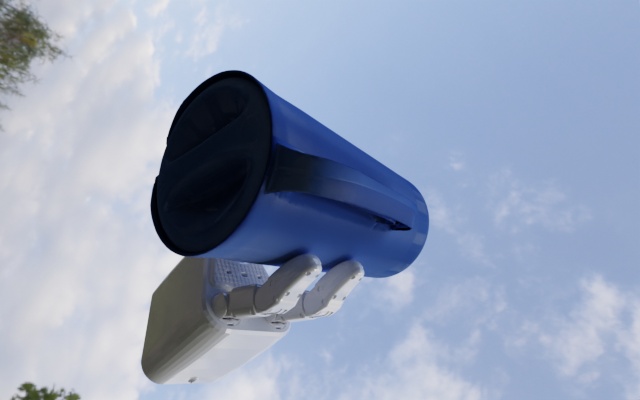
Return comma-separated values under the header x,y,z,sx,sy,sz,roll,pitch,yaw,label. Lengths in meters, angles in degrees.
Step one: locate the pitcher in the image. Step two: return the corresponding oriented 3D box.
x,y,z,sx,sy,sz,roll,pitch,yaw,label
0.000,0.001,0.404,0.145,0.149,0.243,-43,-38,23,pitcher
